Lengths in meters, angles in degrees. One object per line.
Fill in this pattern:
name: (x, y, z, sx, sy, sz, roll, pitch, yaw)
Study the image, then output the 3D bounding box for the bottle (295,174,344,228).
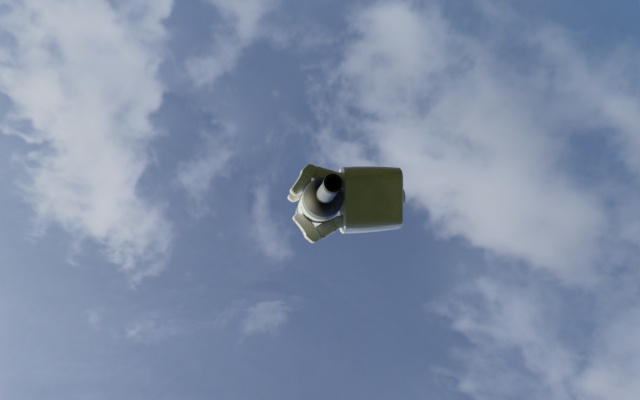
bottle: (0.000, 0.003, 0.812, 0.069, 0.069, 0.296, 0, -11, -7)
